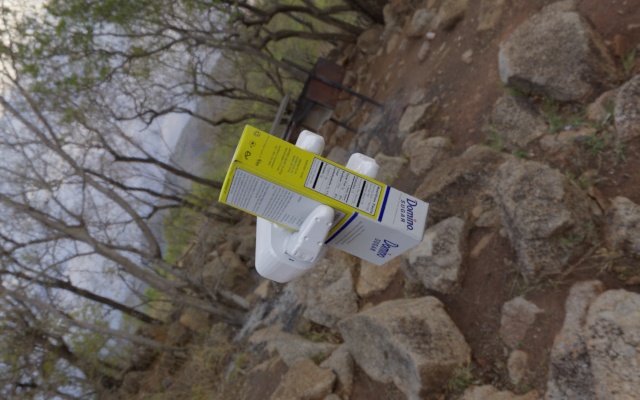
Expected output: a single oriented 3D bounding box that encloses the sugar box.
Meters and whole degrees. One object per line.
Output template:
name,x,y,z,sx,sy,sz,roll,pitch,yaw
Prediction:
sugar box,0.000,0.001,0.442,0.176,0.048,0.093,21,-26,-10
